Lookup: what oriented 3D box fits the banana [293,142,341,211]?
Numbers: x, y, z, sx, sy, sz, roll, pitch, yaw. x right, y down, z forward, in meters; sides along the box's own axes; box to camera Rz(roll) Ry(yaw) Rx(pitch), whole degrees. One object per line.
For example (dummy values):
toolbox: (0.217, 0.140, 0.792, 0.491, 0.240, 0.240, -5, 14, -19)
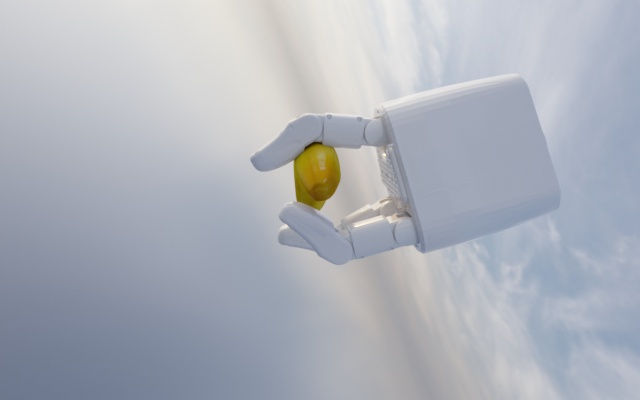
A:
banana: (-0.003, -0.016, 0.409, 0.037, 0.069, 0.198, -8, -11, -4)
